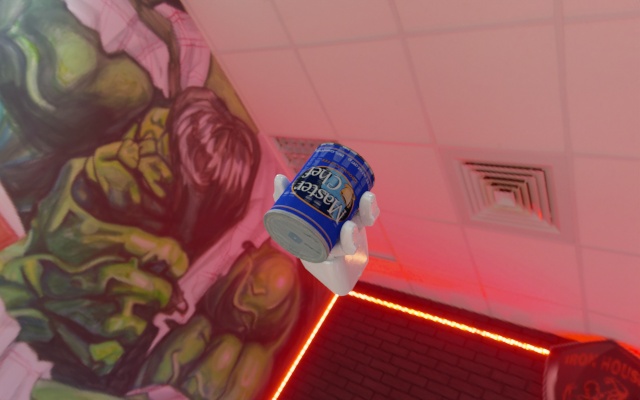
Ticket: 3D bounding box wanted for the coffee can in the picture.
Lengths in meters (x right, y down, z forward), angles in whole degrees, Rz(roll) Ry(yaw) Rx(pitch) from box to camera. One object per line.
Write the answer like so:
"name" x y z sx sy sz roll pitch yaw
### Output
"coffee can" 0.000 0.002 0.674 0.103 0.140 0.103 26 -31 17
